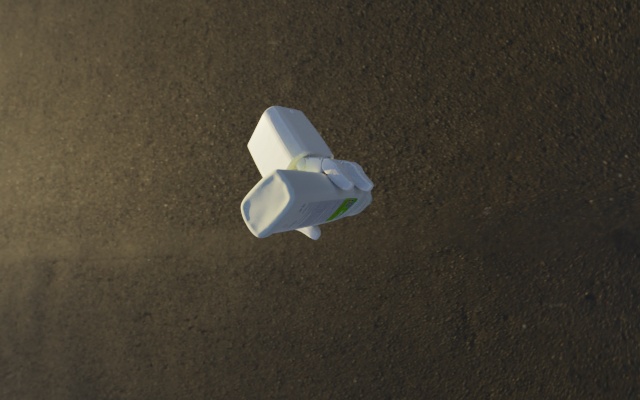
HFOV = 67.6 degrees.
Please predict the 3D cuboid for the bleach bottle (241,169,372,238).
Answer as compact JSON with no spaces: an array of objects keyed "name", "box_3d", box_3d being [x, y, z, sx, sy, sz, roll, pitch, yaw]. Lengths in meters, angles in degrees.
[{"name":"bleach bottle","box_3d":[0.000,0.002,0.748,0.102,0.068,0.251,-44,-24,28]}]
